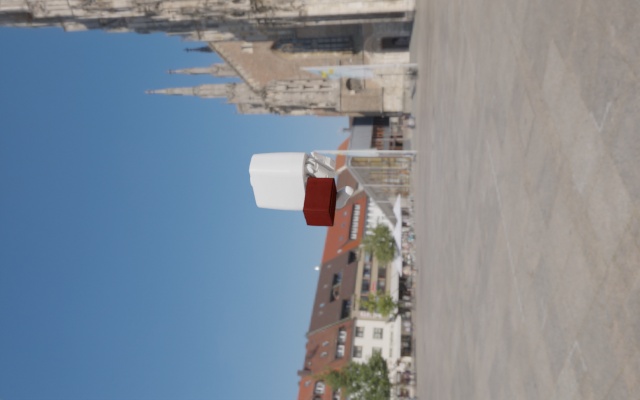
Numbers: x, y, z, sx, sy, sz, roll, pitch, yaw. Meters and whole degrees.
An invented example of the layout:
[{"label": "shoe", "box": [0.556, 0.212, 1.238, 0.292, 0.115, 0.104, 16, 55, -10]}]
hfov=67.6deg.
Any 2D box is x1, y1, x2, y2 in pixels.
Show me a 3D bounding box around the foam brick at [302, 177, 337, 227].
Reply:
[{"label": "foam brick", "box": [0.000, 0.003, 0.883, 0.051, 0.078, 0.053, 1, -35, 10]}]
